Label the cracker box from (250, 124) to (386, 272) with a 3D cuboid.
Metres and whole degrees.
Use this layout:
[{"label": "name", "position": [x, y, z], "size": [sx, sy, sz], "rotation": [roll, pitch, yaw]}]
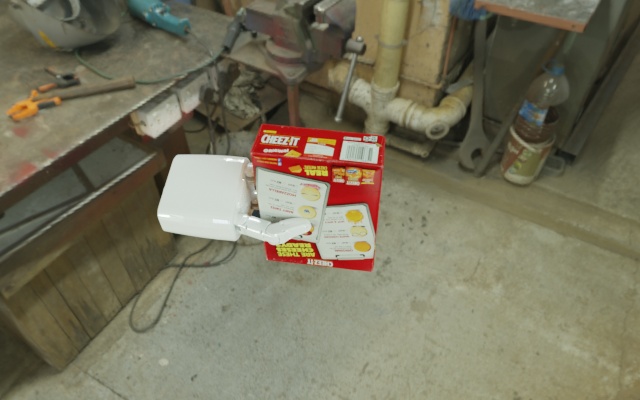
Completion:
[{"label": "cracker box", "position": [0.000, 0.002, 0.662], "size": [0.164, 0.072, 0.214], "rotation": [6, -43, 7]}]
